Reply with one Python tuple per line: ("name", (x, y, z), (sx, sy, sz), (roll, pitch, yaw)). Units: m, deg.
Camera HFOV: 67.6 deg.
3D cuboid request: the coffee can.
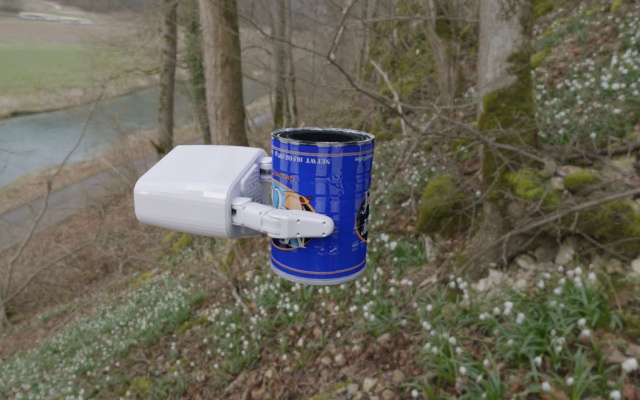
("coffee can", (0.000, 0.002, 0.490), (0.103, 0.140, 0.102), (2, 16, -1))
